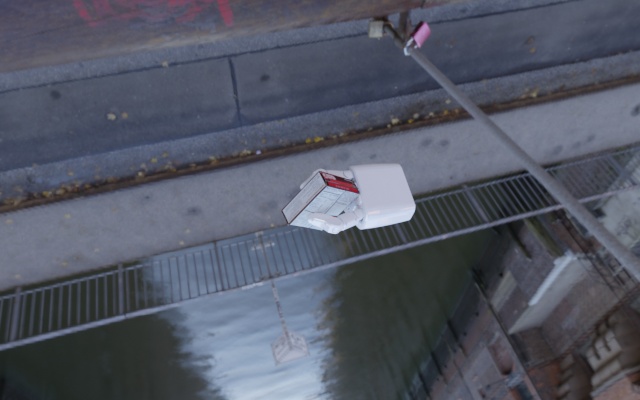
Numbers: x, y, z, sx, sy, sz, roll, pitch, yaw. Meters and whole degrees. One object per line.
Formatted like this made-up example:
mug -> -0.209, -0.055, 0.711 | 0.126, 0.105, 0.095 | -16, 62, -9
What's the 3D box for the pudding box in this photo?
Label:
pudding box -> 0.000, 0.003, 0.841 | 0.090, 0.039, 0.113 | 14, -51, -45
